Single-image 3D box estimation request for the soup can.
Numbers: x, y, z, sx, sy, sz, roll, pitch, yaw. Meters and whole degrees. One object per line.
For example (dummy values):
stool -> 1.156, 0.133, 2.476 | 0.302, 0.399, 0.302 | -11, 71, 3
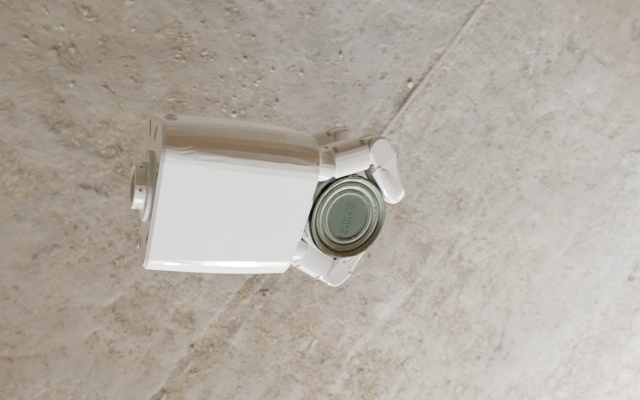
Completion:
soup can -> 0.001, 0.002, 0.404 | 0.068, 0.068, 0.102 | 0, 14, -27
